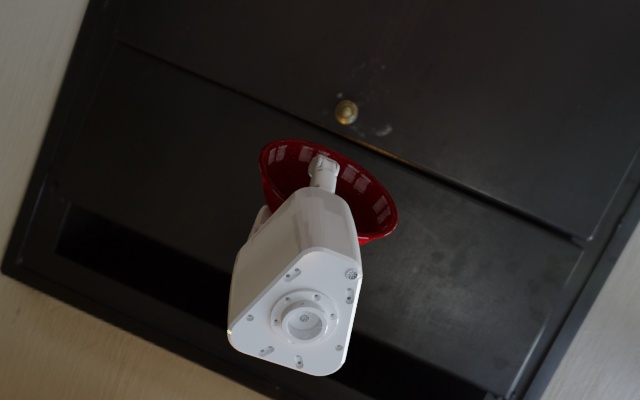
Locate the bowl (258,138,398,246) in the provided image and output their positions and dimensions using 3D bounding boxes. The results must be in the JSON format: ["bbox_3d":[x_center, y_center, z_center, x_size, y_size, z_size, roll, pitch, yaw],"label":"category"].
[{"bbox_3d":[0.000,0.001,0.515,0.162,0.055,0.162,21,32,-14],"label":"bowl"}]
